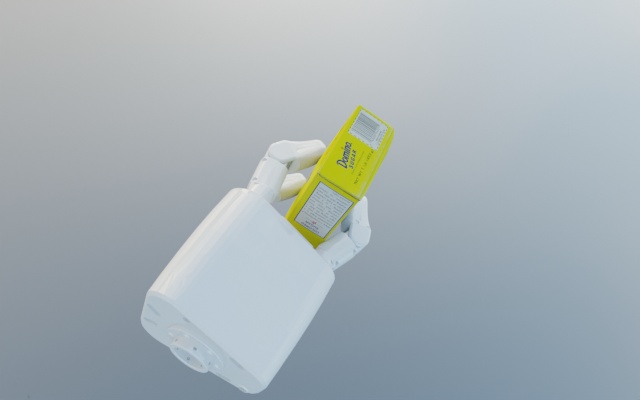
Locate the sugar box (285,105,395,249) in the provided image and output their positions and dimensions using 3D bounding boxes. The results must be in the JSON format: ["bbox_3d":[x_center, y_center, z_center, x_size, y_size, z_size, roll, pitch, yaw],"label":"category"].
[{"bbox_3d":[0.000,0.001,0.448,0.048,0.093,0.176,34,-38,-4],"label":"sugar box"}]
